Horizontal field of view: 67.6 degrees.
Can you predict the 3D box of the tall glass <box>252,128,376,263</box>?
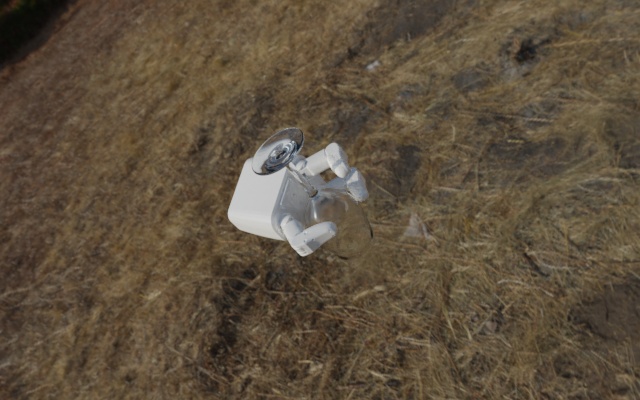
[{"bbox_3d":[0.000,0.002,0.619,0.079,0.079,0.201,0,-38,41],"label":"tall glass"}]
